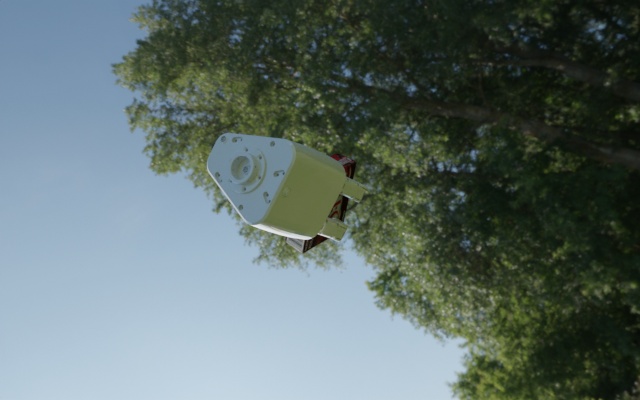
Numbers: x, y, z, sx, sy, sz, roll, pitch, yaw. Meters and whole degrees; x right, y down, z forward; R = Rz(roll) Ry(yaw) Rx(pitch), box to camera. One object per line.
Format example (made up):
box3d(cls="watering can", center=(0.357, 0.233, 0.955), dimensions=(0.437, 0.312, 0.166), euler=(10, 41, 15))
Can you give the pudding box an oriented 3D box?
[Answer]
box3d(cls="pudding box", center=(0.000, 0.002, 0.628), dimensions=(0.039, 0.113, 0.090), euler=(30, 34, 29))
